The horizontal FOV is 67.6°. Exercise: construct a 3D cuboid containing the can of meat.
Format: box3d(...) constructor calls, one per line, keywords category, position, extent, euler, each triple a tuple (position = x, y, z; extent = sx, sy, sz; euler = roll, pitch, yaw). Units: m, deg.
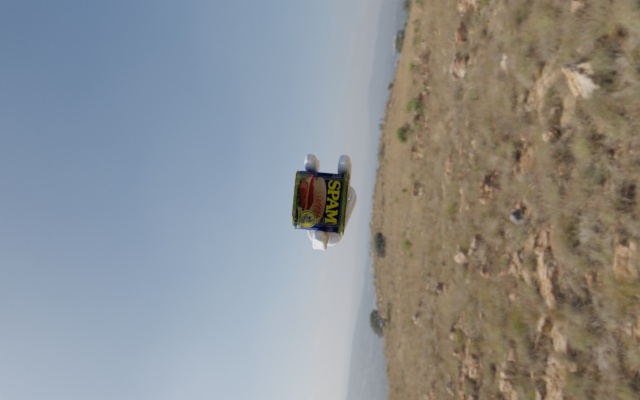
box3d(category="can of meat", position=(0.000, 0.003, 0.777), extent=(0.084, 0.102, 0.057), euler=(5, -3, 6))
